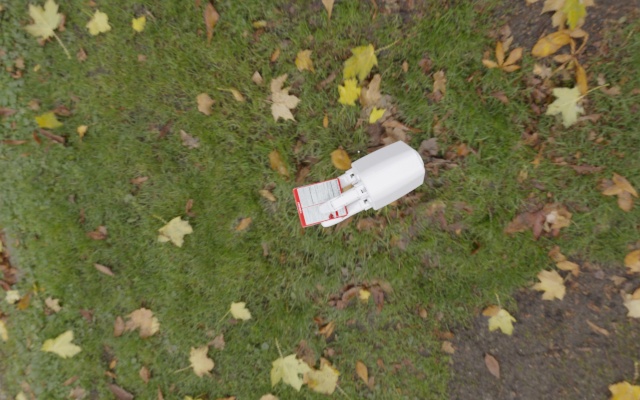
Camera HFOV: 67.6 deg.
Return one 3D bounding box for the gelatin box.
[{"bbox_3d":[0.000,0.003,0.885,0.089,0.073,0.030,-15,3,-2],"label":"gelatin box"}]
